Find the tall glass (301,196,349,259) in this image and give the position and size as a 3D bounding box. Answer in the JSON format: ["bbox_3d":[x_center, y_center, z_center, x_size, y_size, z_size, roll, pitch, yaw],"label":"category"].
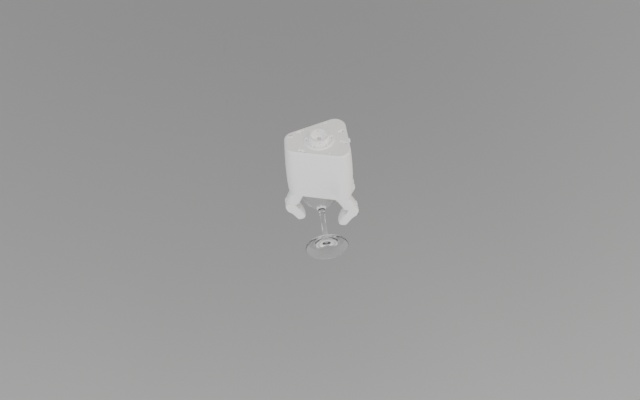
[{"bbox_3d":[0.000,0.004,0.881,0.079,0.200,0.079,-5,-38,-4],"label":"tall glass"}]
